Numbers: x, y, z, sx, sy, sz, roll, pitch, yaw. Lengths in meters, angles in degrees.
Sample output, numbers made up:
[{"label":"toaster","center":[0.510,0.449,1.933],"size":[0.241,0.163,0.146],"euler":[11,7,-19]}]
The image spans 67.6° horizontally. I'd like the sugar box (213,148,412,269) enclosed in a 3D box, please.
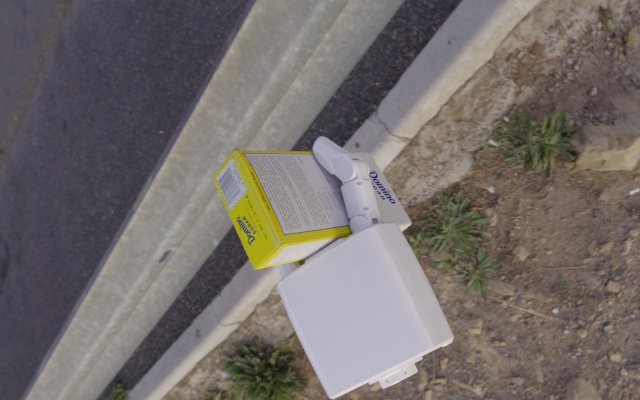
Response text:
[{"label":"sugar box","center":[0.000,0.002,0.434],"size":[0.176,0.093,0.048],"euler":[-2,-33,-48]}]
